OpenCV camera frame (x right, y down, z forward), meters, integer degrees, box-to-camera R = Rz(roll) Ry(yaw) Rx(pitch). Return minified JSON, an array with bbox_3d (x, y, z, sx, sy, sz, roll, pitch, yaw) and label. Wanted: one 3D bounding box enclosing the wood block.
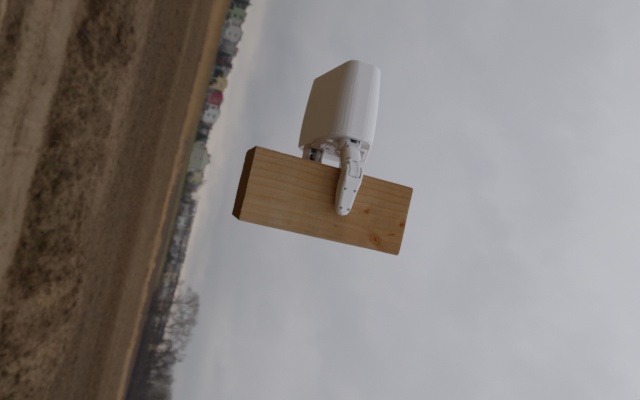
[{"bbox_3d":[0.000,0.002,0.615,0.206,0.090,0.091,14,-2,-15],"label":"wood block"}]
